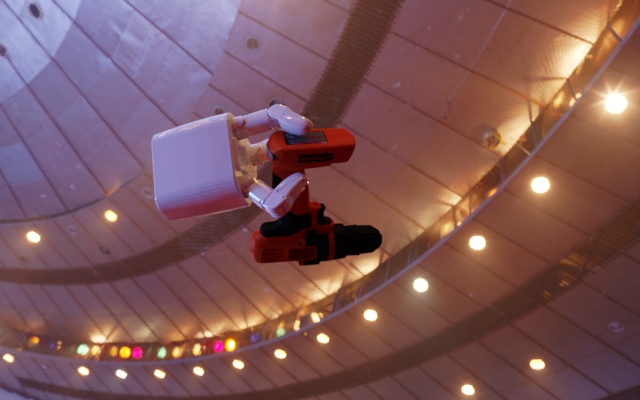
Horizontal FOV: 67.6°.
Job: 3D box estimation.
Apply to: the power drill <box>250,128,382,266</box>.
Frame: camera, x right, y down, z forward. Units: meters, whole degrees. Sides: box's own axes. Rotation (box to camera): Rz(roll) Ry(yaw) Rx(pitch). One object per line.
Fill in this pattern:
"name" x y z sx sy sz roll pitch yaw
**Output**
"power drill" 0.000 0.002 0.622 0.184 0.188 0.057 -4 32 -13
